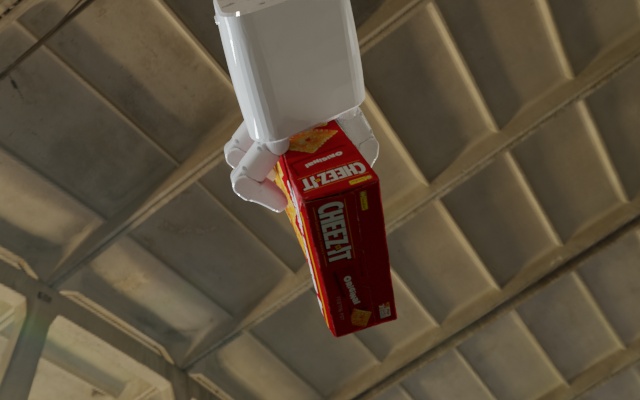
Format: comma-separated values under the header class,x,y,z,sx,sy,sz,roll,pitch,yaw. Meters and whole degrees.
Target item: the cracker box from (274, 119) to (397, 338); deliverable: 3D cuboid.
class,x,y,z,sx,sy,sz,roll,pitch,yaw
cracker box,0.000,0.001,0.483,0.072,0.164,0.213,-17,35,-6
